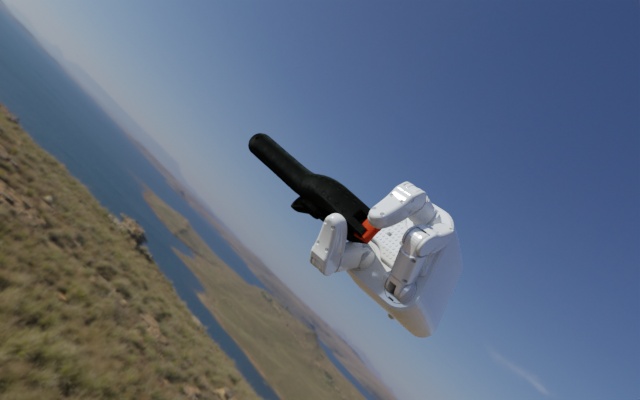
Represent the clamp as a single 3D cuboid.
[{"bbox_3d":[0.001,0.001,0.496,0.171,0.039,0.120,38,-9,36],"label":"clamp"}]
